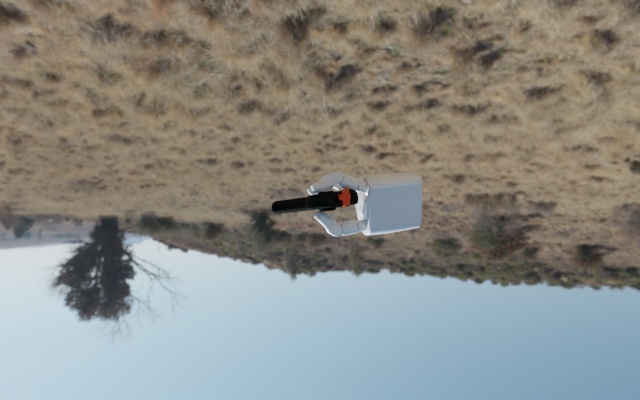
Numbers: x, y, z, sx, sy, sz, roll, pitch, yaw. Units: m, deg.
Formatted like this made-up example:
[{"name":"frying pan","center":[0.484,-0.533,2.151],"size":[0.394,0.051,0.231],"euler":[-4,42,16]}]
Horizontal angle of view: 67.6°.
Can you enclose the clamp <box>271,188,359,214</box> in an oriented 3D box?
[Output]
[{"name":"clamp","center":[0.001,0.004,0.868],"size":[0.164,0.036,0.210],"euler":[-7,-2,-12]}]
